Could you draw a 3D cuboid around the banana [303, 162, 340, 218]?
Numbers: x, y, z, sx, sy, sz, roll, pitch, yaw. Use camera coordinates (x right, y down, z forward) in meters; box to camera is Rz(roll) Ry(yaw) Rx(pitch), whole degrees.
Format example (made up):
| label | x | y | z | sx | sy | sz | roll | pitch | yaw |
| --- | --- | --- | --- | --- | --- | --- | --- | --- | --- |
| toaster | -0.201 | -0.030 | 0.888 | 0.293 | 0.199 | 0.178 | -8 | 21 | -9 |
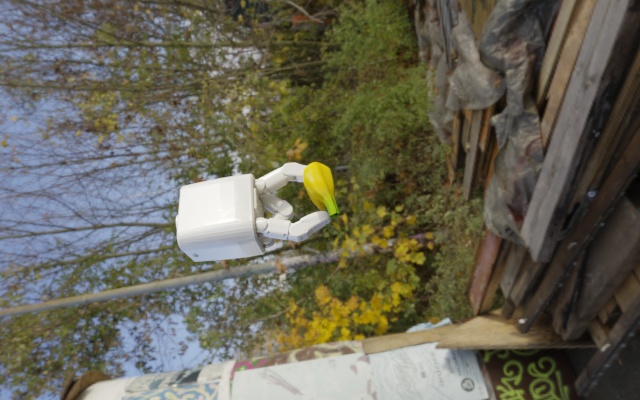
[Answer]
| label | x | y | z | sx | sy | sz | roll | pitch | yaw |
| --- | --- | --- | --- | --- | --- | --- | --- | --- | --- |
| banana | -0.002 | -0.016 | 0.639 | 0.037 | 0.069 | 0.198 | -8 | 3 | -1 |
